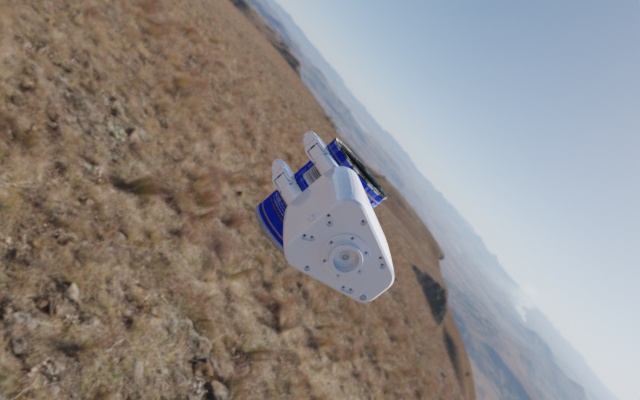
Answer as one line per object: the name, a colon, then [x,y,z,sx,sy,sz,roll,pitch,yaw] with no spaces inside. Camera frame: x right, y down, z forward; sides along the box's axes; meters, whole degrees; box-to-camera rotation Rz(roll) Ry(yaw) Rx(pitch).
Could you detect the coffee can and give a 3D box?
coffee can: [0.000,0.002,0.623,0.140,0.103,0.103,-40,-9,11]
